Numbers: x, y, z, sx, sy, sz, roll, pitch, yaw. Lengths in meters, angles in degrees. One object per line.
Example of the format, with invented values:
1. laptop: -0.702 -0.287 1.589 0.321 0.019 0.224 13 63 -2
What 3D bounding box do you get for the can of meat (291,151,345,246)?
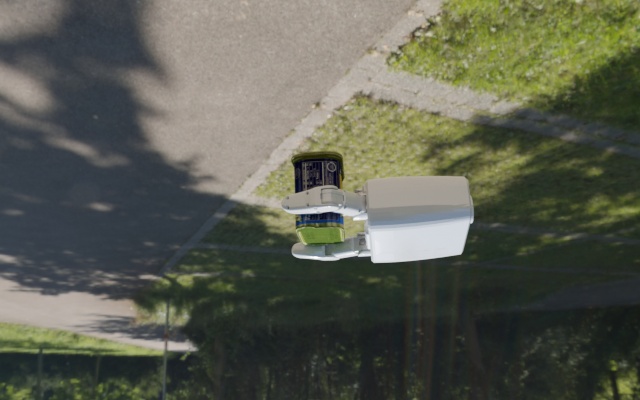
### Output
1. can of meat: 0.000 0.002 0.544 0.057 0.084 0.102 -3 -17 3
